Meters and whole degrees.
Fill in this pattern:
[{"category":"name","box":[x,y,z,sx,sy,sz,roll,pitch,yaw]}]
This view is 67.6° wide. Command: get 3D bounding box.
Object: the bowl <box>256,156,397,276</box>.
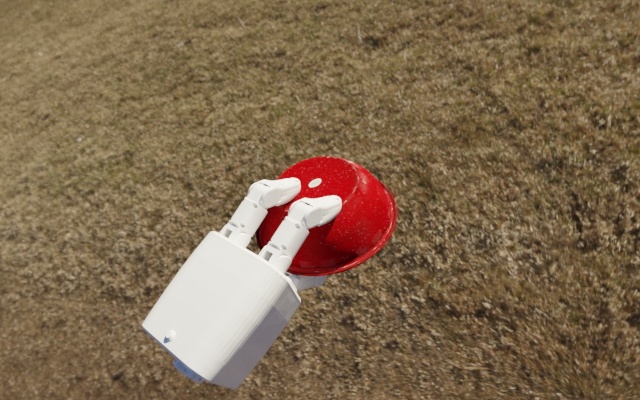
[{"category":"bowl","box":[0.001,0.000,0.520,0.162,0.055,0.162,-8,43,8]}]
